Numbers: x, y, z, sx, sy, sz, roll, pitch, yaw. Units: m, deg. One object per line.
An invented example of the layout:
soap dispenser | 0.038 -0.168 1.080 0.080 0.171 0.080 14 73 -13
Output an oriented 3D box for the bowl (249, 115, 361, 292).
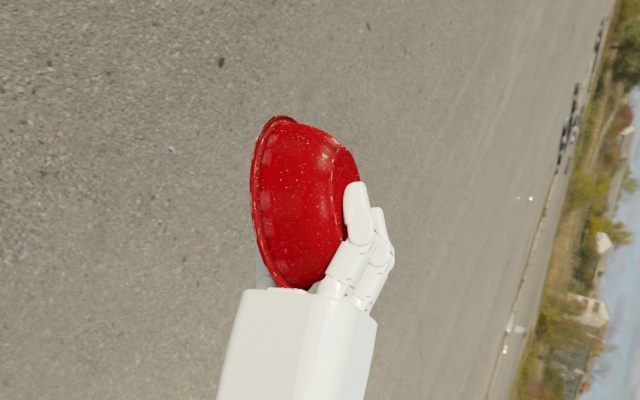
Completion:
bowl | 0.000 0.000 0.422 0.055 0.162 0.162 -6 -2 21
